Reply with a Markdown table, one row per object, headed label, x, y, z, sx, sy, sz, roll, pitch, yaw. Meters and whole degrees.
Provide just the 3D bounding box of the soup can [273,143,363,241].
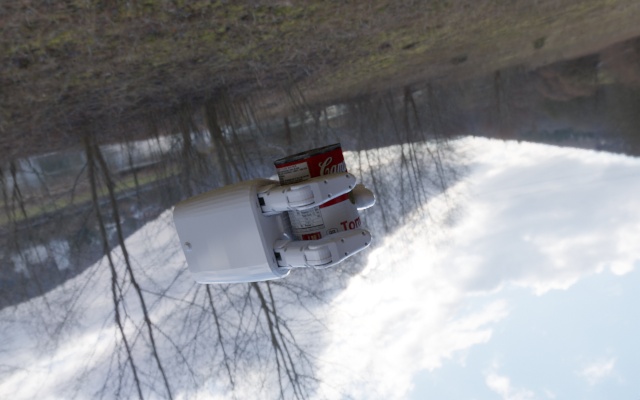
| label | x | y | z | sx | sy | sz | roll | pitch | yaw |
| --- | --- | --- | --- | --- | --- | --- | --- | --- | --- |
| soup can | 0.001 | 0.002 | 0.469 | 0.068 | 0.102 | 0.068 | -15 | 8 | 2 |
